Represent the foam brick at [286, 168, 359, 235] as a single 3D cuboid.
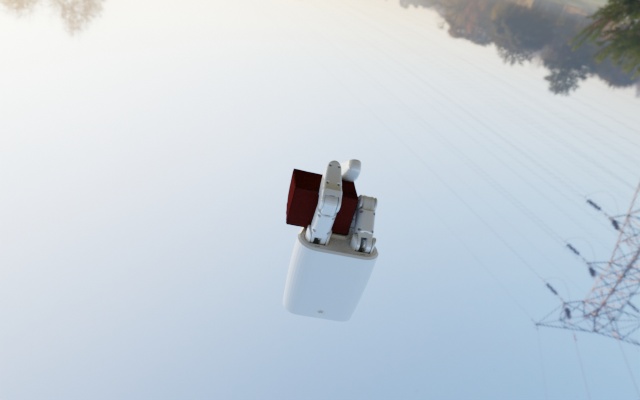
[{"bbox_3d":[0.000,0.002,0.570,0.078,0.051,0.053,11,28,-9],"label":"foam brick"}]
